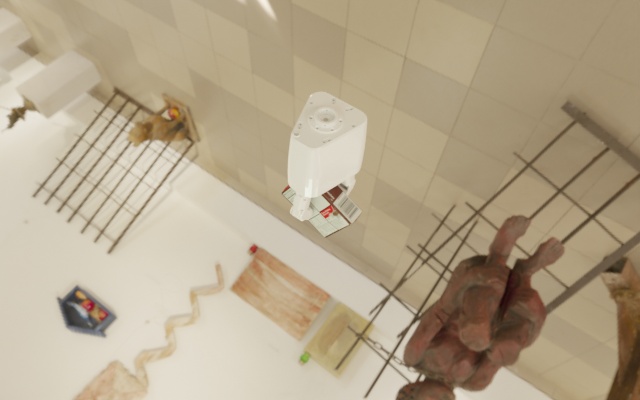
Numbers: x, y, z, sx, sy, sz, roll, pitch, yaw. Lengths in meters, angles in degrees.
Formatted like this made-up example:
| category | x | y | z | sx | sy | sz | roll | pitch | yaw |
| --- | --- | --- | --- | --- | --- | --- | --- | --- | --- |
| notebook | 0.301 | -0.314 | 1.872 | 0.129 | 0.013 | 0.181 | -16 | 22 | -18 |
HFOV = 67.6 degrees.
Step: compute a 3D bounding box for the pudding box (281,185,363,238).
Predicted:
| category | x | y | z | sx | sy | sz | roll | pitch | yaw |
| --- | --- | --- | --- | --- | --- | --- | --- | --- | --- |
| pudding box | 0.000 | 0.003 | 0.787 | 0.039 | 0.113 | 0.090 | -47 | 8 | -32 |
